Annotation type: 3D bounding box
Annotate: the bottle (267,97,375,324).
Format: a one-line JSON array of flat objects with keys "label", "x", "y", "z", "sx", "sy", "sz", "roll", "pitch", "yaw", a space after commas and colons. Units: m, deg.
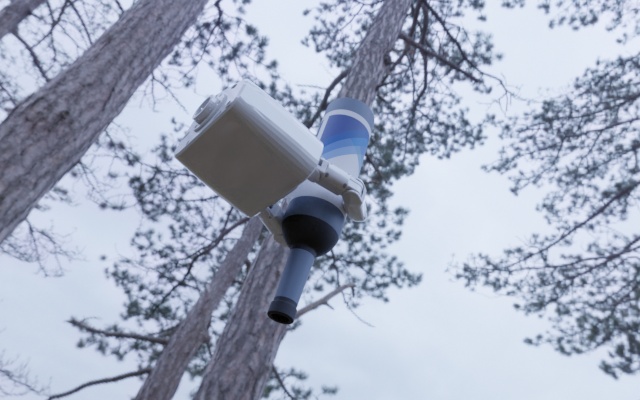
[{"label": "bottle", "x": 0.000, "y": 0.002, "z": 0.550, "sx": 0.069, "sy": 0.295, "sz": 0.069, "roll": 13, "pitch": -36, "yaw": 9}]
